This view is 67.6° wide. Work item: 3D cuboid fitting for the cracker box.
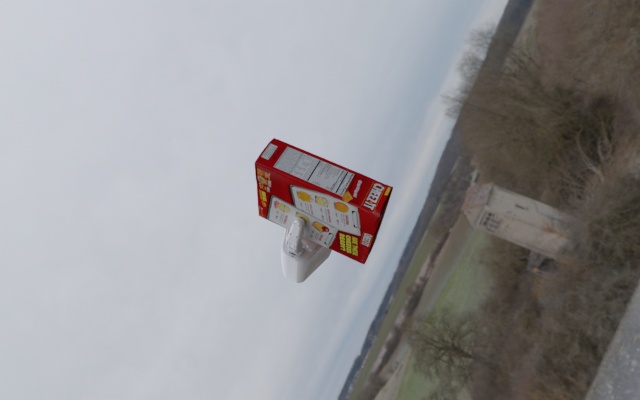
[{"bbox_3d":[0.000,0.003,0.801,0.213,0.072,0.164,23,-32,10],"label":"cracker box"}]
